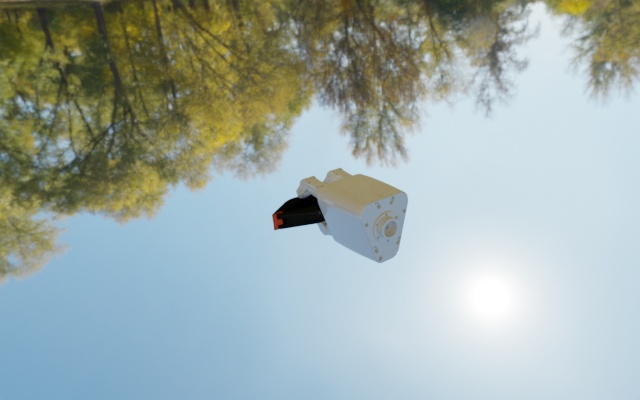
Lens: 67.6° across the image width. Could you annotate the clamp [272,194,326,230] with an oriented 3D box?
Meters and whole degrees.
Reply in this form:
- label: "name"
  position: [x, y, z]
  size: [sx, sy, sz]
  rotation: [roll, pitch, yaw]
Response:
- label: "clamp"
  position: [0.000, 0.004, 0.836]
  size: [0.210, 0.036, 0.164]
  rotation: [-18, 22, -29]
